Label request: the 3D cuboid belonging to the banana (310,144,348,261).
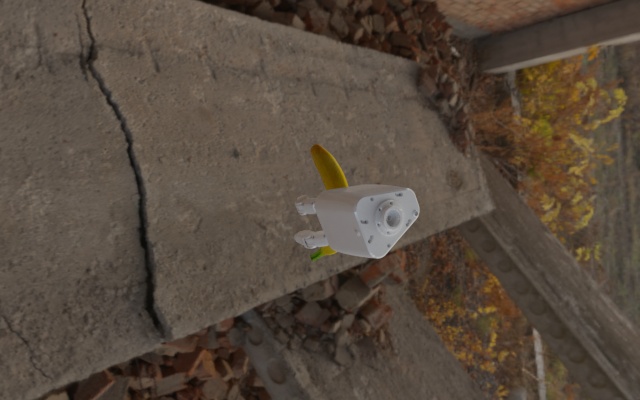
[{"bbox_3d":[0.018,0.006,0.791,0.069,0.198,0.037,-1,8,-10],"label":"banana"}]
